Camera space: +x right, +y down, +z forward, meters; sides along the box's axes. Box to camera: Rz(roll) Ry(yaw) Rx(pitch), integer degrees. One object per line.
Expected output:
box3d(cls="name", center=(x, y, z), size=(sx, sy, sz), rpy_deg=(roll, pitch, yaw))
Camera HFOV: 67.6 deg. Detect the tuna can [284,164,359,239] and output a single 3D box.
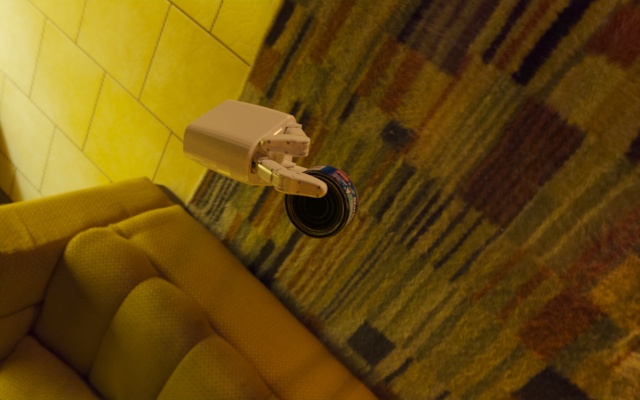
box3d(cls="tuna can", center=(0.000, 0.002, 0.573), size=(0.086, 0.086, 0.033), rpy_deg=(0, 15, 25))
